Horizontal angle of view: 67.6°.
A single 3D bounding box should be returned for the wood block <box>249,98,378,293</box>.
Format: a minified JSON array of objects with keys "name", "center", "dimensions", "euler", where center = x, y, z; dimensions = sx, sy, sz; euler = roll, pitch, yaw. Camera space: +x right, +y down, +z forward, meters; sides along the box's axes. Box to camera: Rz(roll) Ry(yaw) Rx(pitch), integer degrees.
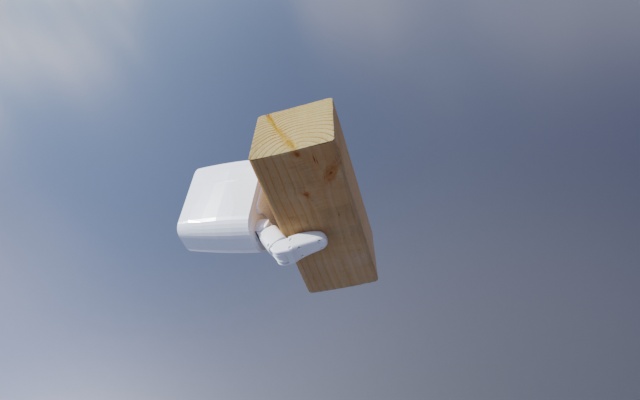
[{"name":"wood block","center":[0.000,0.002,0.555],"dimensions":[0.090,0.206,0.090],"euler":[-12,38,11]}]
